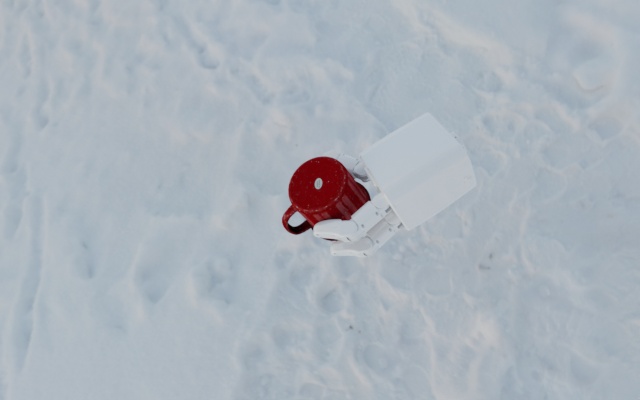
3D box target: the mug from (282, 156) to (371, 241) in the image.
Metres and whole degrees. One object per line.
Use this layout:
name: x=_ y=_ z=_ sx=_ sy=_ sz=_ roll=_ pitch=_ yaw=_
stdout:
mug: x=-0.001 y=0.003 z=0.622 sx=0.117 sy=0.093 sz=0.081 roll=-34 pitch=-35 yaw=6
